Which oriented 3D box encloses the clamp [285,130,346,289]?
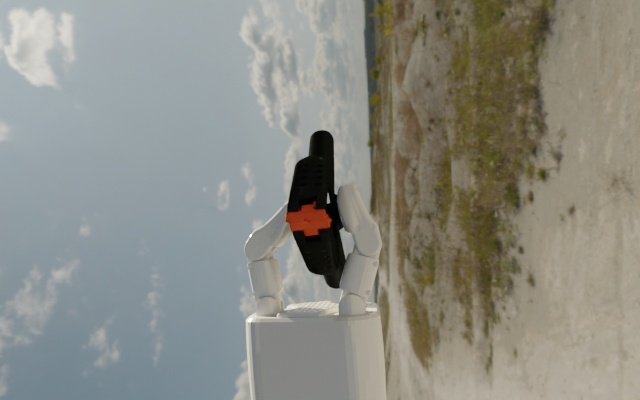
[{"bbox_3d":[-0.001,0.002,0.414,0.036,0.164,0.210,-7,-6,6],"label":"clamp"}]
